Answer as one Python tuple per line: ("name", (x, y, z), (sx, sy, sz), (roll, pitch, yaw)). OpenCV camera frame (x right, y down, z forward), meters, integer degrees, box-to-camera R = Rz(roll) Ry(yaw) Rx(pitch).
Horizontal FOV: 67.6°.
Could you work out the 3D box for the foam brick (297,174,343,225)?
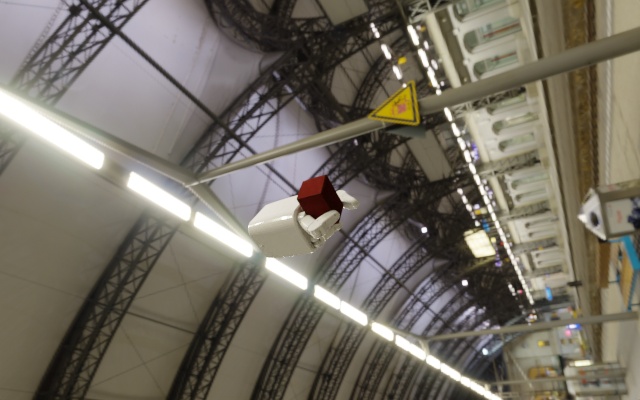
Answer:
("foam brick", (0.000, 0.003, 0.859), (0.051, 0.078, 0.053), (-12, 38, 26))
